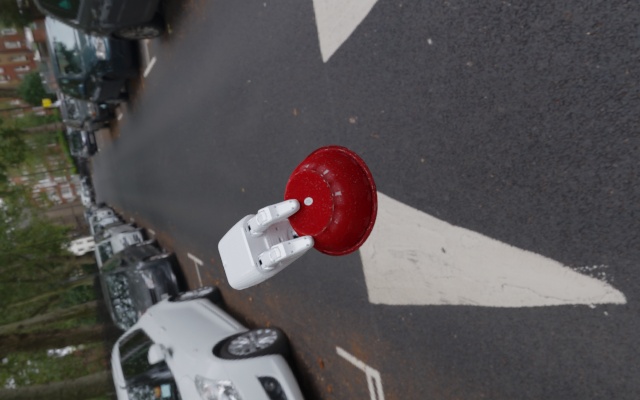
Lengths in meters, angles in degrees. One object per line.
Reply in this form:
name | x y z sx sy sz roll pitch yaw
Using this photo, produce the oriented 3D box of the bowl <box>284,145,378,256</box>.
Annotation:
bowl | 0.001 0.001 0.674 0.162 0.162 0.055 0 3 41
